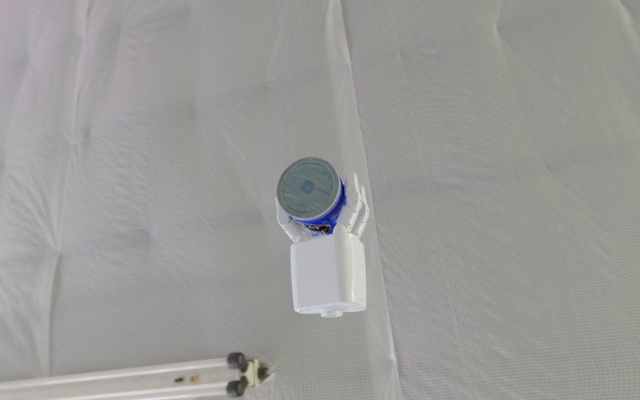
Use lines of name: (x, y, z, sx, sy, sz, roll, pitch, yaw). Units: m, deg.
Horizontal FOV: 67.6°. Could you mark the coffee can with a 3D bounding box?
coffee can: (0.000, 0.002, 0.797, 0.103, 0.102, 0.140, 0, -20, 18)
